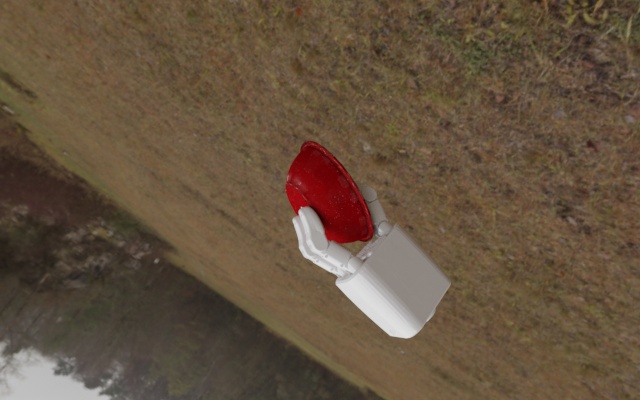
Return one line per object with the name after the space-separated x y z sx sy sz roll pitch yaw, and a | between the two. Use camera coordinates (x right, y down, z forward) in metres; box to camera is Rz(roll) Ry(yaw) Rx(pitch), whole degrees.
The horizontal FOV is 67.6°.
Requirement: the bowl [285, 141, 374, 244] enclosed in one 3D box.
-0.001 0.001 0.647 0.055 0.162 0.162 -33 10 -17 | bowl
